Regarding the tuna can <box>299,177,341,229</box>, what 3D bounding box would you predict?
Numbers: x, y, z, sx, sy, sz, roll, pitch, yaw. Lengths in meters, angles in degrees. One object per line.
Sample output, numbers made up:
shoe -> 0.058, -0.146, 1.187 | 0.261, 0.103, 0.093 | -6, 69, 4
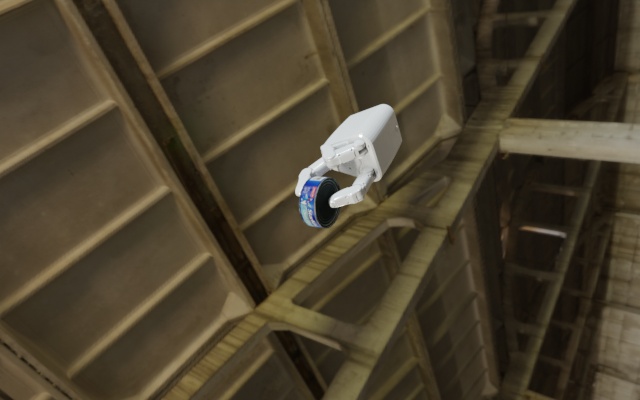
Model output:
tuna can -> 0.000, 0.003, 0.800 | 0.034, 0.086, 0.086 | 6, 3, 31
